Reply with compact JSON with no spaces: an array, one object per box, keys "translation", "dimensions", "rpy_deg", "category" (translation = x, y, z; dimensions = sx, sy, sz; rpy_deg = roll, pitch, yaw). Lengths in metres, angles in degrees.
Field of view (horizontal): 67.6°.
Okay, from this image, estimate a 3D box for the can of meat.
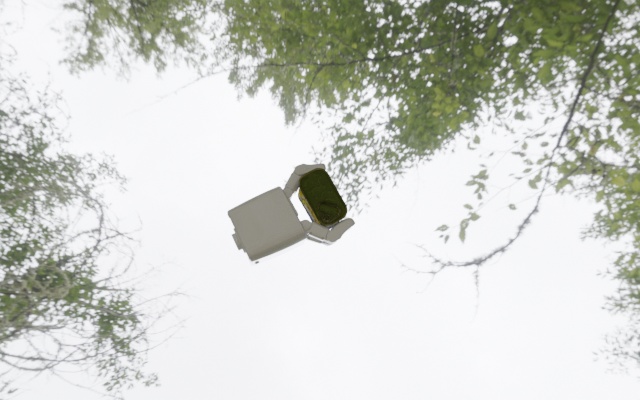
[{"translation":[0.000,0.003,0.866],"dimensions":[0.057,0.102,0.084],"rpy_deg":[-28,-9,-12],"category":"can of meat"}]
